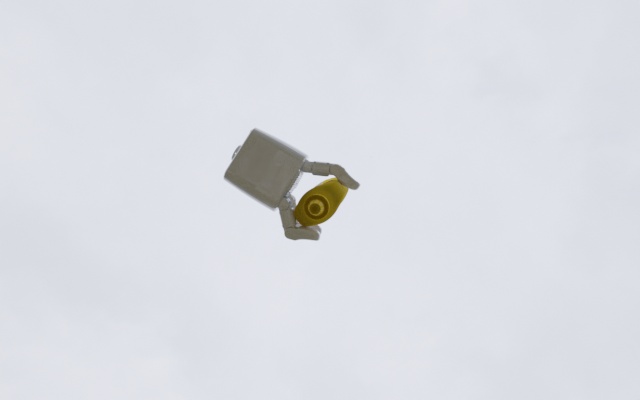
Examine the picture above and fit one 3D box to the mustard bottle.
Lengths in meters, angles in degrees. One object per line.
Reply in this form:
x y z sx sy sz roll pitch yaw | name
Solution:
0.000 0.003 0.820 0.096 0.058 0.191 -36 1 8 | mustard bottle
